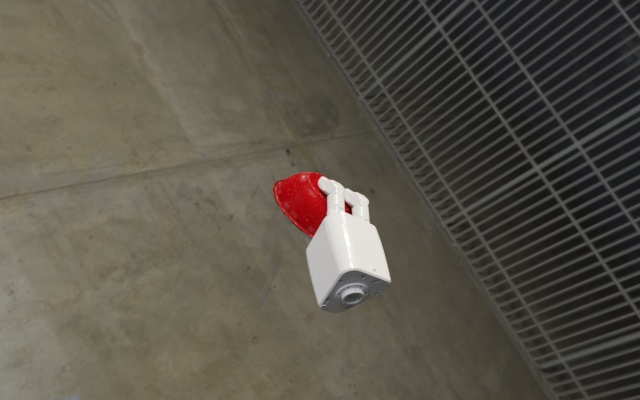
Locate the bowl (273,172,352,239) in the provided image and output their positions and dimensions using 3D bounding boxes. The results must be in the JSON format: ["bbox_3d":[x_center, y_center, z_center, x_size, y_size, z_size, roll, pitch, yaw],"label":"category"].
[{"bbox_3d":[0.000,0.001,0.812,0.162,0.055,0.162,33,23,-16],"label":"bowl"}]
